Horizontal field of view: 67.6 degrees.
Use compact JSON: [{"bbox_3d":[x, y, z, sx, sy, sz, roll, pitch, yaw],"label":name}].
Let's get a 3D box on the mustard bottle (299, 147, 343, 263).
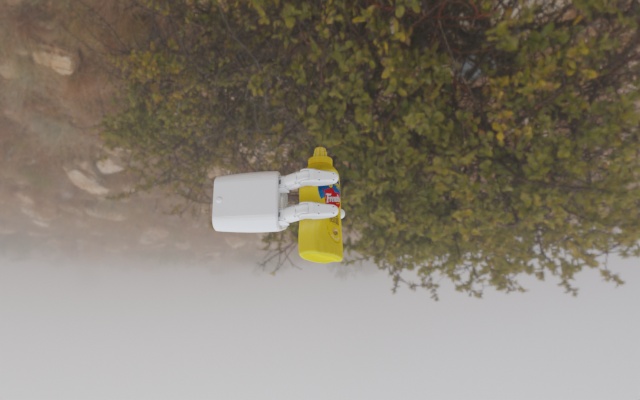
[{"bbox_3d":[0.000,0.003,0.790,0.058,0.191,0.096,-11,-20,29],"label":"mustard bottle"}]
